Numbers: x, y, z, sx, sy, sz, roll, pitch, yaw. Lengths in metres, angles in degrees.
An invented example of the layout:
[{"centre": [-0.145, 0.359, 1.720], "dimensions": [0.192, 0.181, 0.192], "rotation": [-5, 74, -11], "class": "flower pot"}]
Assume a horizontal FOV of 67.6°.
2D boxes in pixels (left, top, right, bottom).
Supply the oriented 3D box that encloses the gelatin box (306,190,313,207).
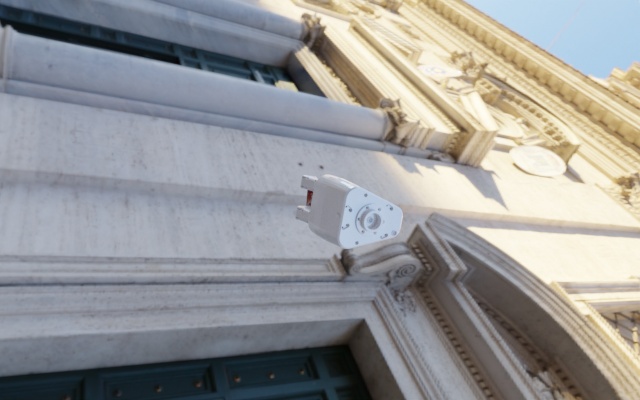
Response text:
[{"centre": [0.000, 0.003, 0.857], "dimensions": [0.030, 0.073, 0.089], "rotation": [6, -5, -20], "class": "gelatin box"}]
